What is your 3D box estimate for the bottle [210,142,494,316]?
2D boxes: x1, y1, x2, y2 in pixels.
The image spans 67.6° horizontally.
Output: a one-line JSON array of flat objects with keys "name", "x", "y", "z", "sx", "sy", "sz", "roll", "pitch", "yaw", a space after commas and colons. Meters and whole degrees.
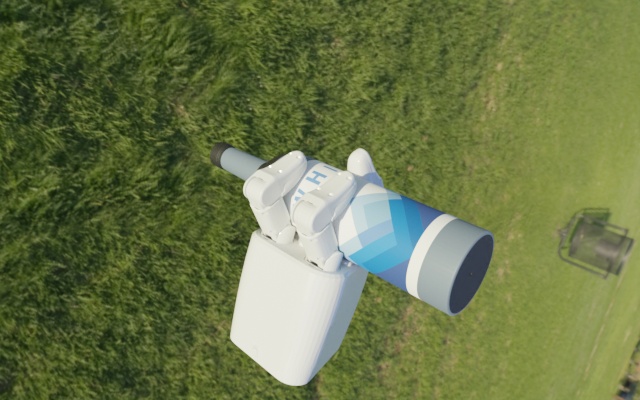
[{"name": "bottle", "x": 0.000, "y": 0.001, "z": 0.425, "sx": 0.295, "sy": 0.069, "sz": 0.069, "roll": 25, "pitch": 15, "yaw": 36}]
